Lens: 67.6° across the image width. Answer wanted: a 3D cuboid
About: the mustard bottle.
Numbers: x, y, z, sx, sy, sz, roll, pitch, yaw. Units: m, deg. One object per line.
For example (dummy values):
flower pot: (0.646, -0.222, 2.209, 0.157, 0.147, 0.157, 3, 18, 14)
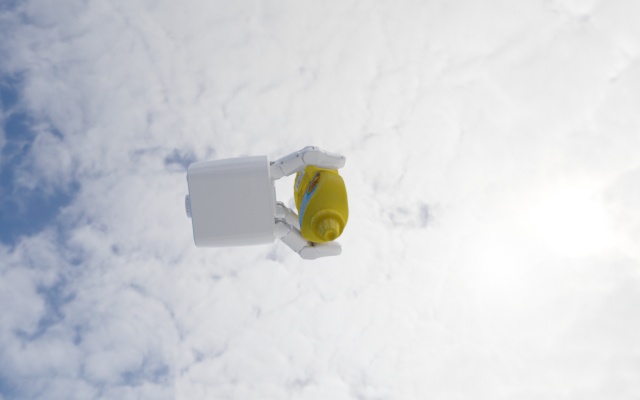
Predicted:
mustard bottle: (0.000, 0.002, 0.649, 0.058, 0.096, 0.191, 18, 20, -14)
